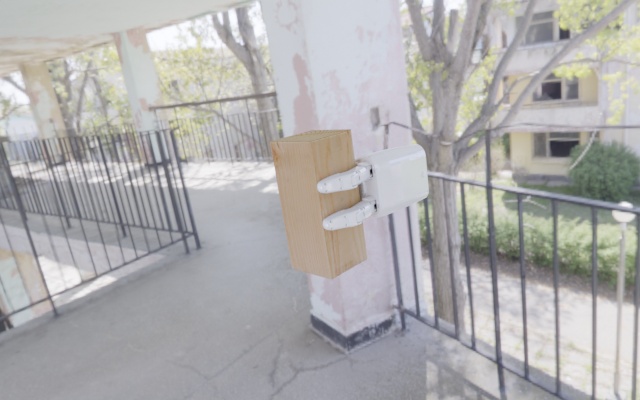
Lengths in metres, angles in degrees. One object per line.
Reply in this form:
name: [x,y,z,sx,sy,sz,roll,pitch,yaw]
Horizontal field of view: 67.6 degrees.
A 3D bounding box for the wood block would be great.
wood block: [0.000,0.002,0.729,0.091,0.206,0.090,7,22,45]
